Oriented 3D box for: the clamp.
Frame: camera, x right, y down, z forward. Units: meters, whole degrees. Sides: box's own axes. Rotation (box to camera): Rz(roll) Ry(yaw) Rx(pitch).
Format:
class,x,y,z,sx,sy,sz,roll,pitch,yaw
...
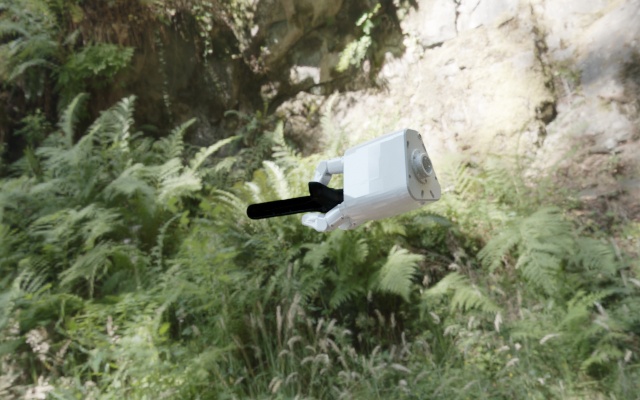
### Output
class,x,y,z,sx,sy,sz,roll,pitch,yaw
clamp,0.001,0.002,0.750,0.164,0.036,0.210,-15,-10,40
